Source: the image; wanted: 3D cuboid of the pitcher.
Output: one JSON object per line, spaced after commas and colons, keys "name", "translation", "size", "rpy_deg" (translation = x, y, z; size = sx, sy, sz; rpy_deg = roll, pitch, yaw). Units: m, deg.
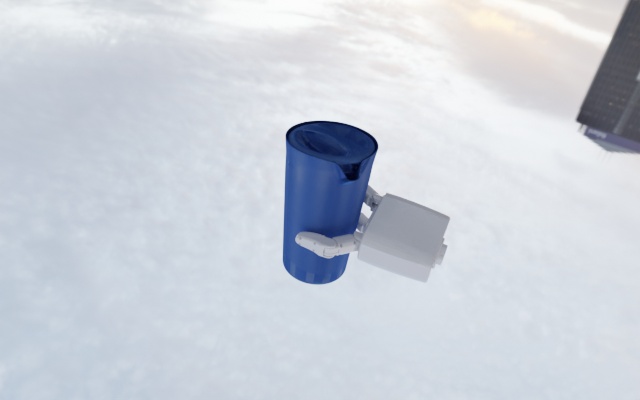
{"name": "pitcher", "translation": [0.000, 0.003, 0.745], "size": [0.145, 0.243, 0.149], "rpy_deg": [19, 34, 16]}
